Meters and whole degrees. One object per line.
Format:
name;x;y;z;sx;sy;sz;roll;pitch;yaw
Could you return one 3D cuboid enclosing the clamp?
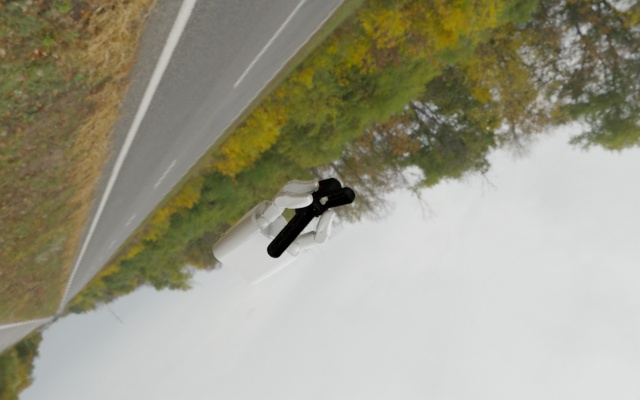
clamp;0.001;0.003;0.788;0.164;0.036;0.210;-35;12;23
